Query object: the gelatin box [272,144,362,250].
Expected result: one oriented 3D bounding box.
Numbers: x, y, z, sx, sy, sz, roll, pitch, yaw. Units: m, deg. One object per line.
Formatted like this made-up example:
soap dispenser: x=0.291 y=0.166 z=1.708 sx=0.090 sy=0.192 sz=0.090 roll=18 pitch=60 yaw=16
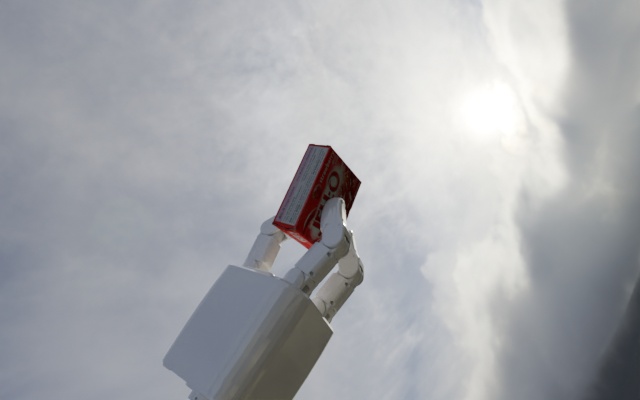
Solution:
gelatin box: x=0.000 y=0.001 z=0.463 sx=0.030 sy=0.089 sz=0.073 roll=12 pitch=-19 yaw=35
